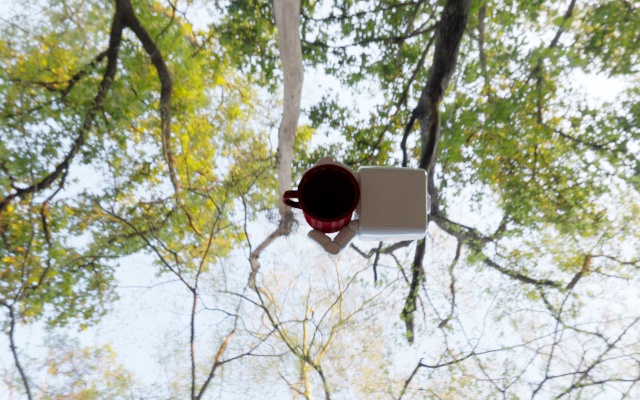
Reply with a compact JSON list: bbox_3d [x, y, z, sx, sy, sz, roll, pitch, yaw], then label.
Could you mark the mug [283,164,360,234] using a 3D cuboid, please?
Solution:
[{"bbox_3d":[-0.001,0.003,0.736,0.117,0.093,0.081,1,-21,1],"label":"mug"}]
